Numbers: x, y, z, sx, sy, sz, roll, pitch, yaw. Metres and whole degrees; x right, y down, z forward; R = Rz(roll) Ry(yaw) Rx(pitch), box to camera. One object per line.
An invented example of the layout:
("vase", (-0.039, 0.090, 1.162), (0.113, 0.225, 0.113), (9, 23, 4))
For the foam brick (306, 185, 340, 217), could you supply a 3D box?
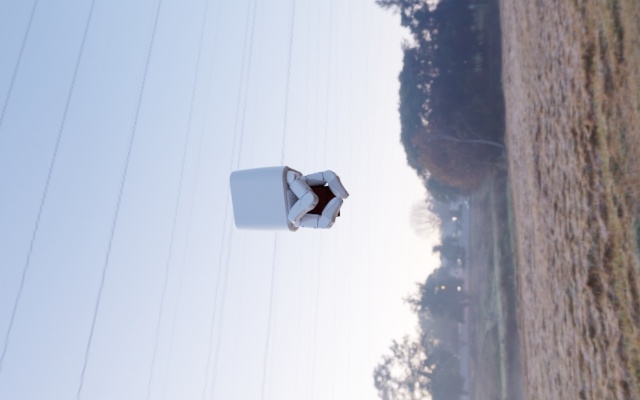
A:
("foam brick", (0.000, 0.003, 0.855), (0.051, 0.053, 0.078), (-3, -6, 19))
